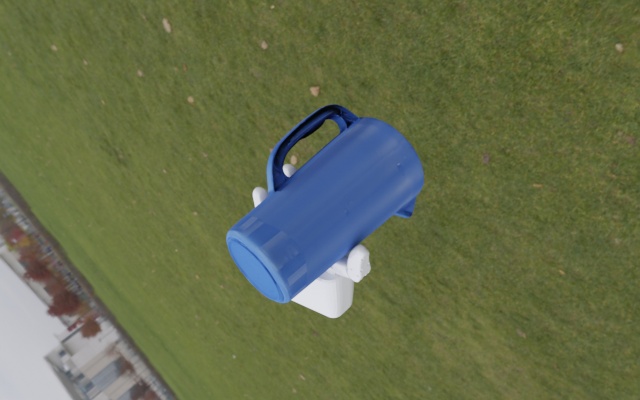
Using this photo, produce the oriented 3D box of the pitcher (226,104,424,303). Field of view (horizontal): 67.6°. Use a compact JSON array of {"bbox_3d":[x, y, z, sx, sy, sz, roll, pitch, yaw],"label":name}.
[{"bbox_3d":[0.000,0.002,0.595,0.149,0.145,0.242,34,59,30],"label":"pitcher"}]
